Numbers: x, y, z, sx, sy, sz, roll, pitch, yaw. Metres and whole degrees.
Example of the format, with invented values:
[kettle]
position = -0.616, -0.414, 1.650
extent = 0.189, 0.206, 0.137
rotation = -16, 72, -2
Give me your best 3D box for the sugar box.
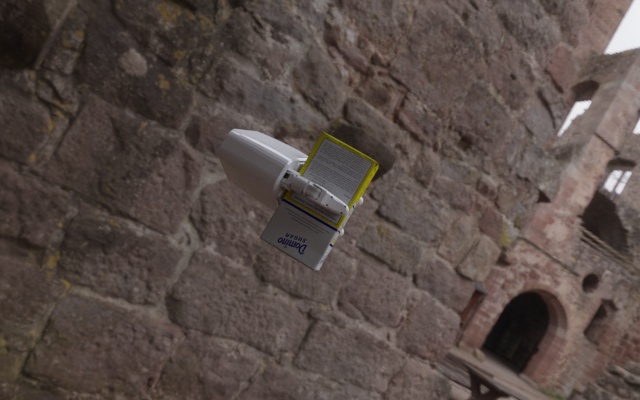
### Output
[sugar box]
position = 0.000, 0.002, 0.680
extent = 0.093, 0.176, 0.048
rotation = 30, -3, 12
